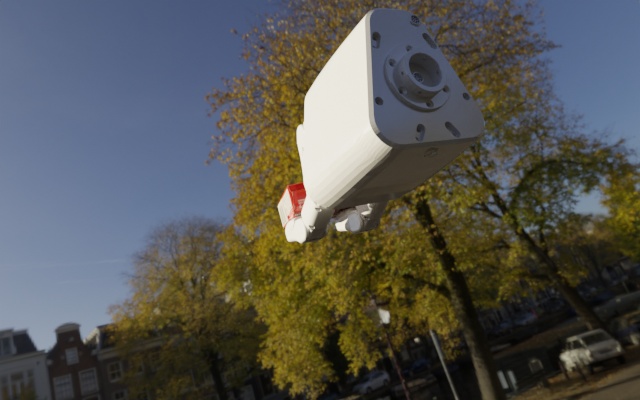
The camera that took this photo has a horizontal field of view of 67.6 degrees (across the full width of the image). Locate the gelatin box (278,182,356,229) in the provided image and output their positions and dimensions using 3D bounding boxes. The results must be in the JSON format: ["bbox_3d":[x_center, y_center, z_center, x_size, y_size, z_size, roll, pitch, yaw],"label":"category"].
[{"bbox_3d":[0.000,0.001,0.474,0.073,0.030,0.089,-12,-10,-14],"label":"gelatin box"}]
